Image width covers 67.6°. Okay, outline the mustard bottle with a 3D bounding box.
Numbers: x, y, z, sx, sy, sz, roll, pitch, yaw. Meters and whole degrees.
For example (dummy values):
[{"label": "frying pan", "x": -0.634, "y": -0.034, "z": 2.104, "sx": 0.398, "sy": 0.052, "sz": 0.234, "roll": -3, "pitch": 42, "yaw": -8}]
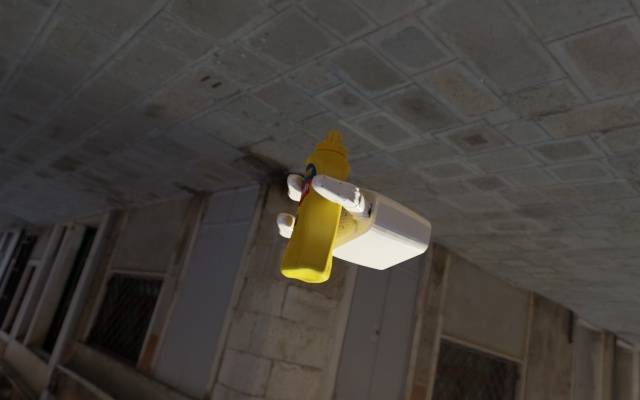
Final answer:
[{"label": "mustard bottle", "x": 0.000, "y": 0.002, "z": 0.595, "sx": 0.058, "sy": 0.191, "sz": 0.096, "roll": 15, "pitch": -17, "yaw": -7}]
